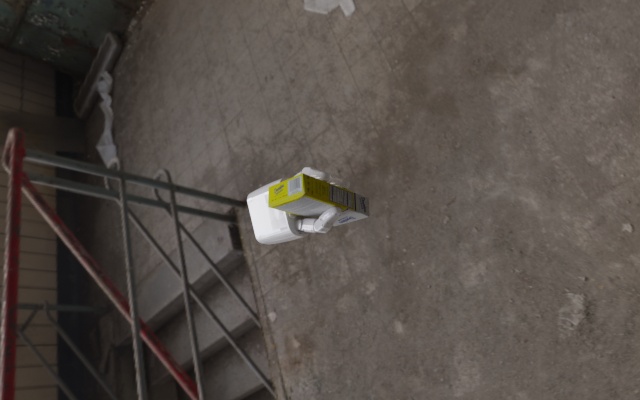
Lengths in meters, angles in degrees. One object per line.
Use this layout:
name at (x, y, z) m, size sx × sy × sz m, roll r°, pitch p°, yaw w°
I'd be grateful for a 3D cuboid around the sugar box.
sugar box at (0.000, 0.002, 0.879) m, size 0.093 × 0.048 × 0.176 m, roll -18°, pitch -23°, yaw 40°
